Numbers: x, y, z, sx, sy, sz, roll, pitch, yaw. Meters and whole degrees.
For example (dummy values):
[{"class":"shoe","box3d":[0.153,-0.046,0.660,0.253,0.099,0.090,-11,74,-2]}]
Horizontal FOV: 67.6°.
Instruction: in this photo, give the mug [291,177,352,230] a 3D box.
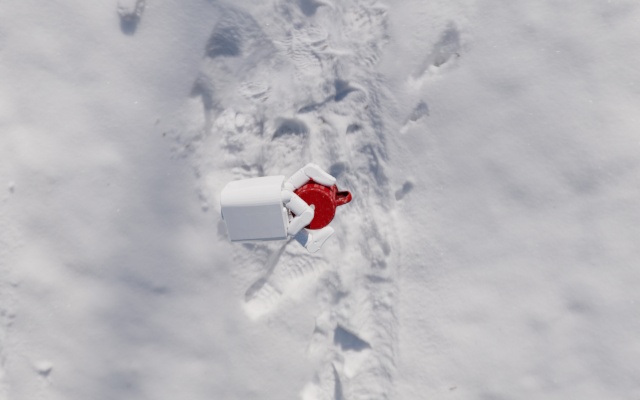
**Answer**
[{"class":"mug","box3d":[0.002,0.003,0.880,0.117,0.093,0.081,-7,17,4]}]
